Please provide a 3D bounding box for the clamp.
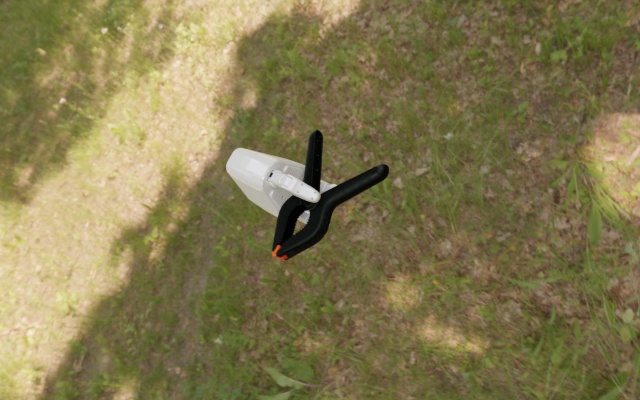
[{"bbox_3d":[-0.001,0.002,0.718,0.164,0.210,0.036,24,-6,41],"label":"clamp"}]
